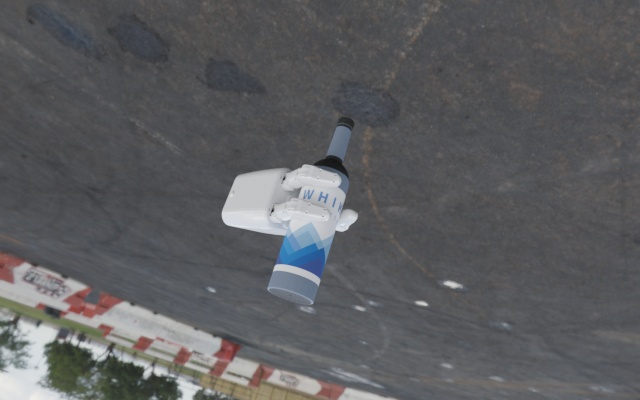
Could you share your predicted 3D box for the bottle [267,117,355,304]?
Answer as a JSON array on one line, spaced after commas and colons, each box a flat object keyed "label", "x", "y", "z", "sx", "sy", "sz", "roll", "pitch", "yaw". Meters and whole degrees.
[{"label": "bottle", "x": 0.000, "y": 0.003, "z": 0.711, "sx": 0.069, "sy": 0.295, "sz": 0.069, "roll": 15, "pitch": -23, "yaw": 7}]
